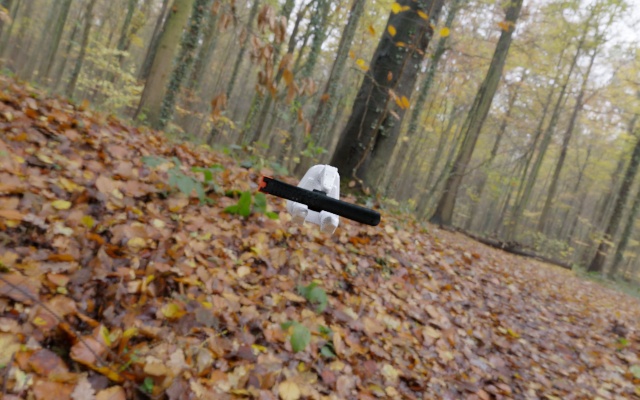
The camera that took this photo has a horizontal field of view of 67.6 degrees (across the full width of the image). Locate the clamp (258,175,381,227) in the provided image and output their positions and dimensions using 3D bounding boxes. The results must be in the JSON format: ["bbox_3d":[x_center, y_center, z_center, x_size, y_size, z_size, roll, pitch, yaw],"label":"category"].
[{"bbox_3d":[0.000,0.002,0.795,0.210,0.036,0.164,18,-2,-7],"label":"clamp"}]
